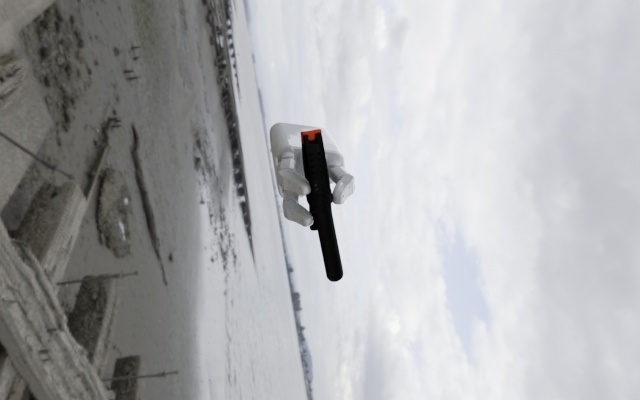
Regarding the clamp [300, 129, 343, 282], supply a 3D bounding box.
[{"bbox_3d":[0.001,0.002,0.694,0.036,0.210,0.164,-11,34,-8],"label":"clamp"}]
